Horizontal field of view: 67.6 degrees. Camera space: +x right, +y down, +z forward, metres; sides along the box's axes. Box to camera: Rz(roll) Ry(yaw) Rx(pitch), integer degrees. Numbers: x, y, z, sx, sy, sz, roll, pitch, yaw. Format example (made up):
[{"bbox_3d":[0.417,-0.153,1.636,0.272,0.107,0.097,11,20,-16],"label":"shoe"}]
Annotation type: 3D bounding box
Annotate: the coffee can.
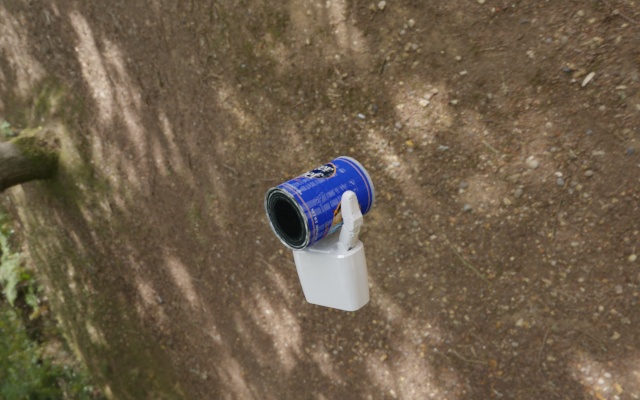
[{"bbox_3d":[0.000,0.002,0.738,0.140,0.103,0.103,-27,16,-34],"label":"coffee can"}]
